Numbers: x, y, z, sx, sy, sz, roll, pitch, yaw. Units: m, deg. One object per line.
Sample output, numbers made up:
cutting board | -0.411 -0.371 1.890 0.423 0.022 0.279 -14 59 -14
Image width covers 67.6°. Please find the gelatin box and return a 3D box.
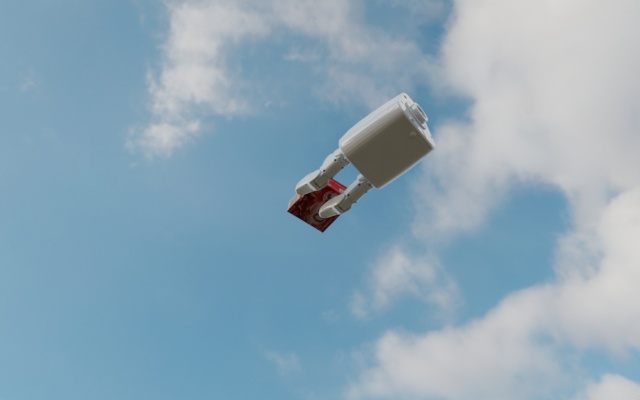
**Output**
gelatin box | 0.000 0.002 0.770 0.073 0.030 0.089 32 -54 -17
